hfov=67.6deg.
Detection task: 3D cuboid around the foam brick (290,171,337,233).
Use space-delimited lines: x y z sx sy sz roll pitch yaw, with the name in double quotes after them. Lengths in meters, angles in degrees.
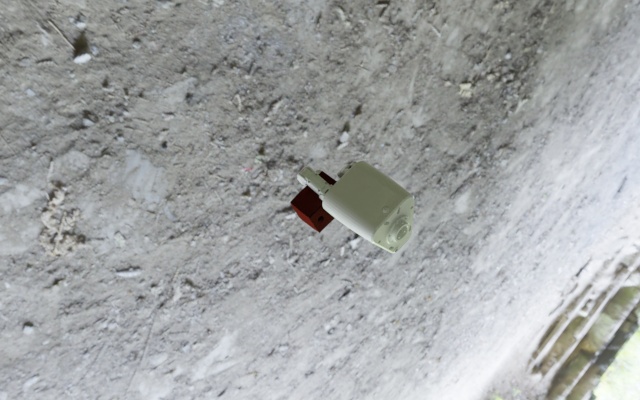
0.000 0.003 0.777 0.051 0.078 0.053 39 -12 34 "foam brick"
